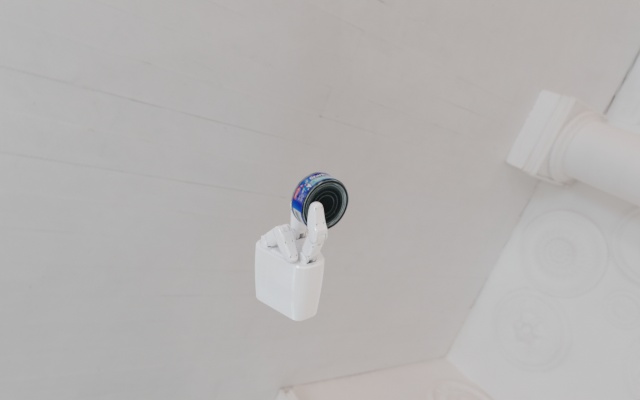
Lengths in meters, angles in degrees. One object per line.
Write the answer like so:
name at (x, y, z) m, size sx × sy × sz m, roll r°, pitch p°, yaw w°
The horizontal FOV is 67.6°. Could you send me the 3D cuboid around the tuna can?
tuna can at (0.000, 0.003, 0.727) m, size 0.086 × 0.086 × 0.033 m, roll 0°, pitch 20°, yaw -36°
